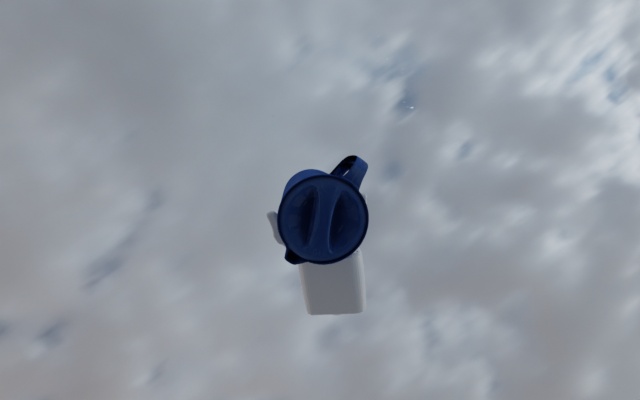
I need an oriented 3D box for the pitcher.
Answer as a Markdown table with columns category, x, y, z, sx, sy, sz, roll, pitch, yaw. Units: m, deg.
| category | x | y | z | sx | sy | sz | roll | pitch | yaw |
| --- | --- | --- | --- | --- | --- | --- | --- | --- | --- |
| pitcher | 0.000 | 0.003 | 0.797 | 0.149 | 0.145 | 0.243 | -10 | 10 | -4 |
